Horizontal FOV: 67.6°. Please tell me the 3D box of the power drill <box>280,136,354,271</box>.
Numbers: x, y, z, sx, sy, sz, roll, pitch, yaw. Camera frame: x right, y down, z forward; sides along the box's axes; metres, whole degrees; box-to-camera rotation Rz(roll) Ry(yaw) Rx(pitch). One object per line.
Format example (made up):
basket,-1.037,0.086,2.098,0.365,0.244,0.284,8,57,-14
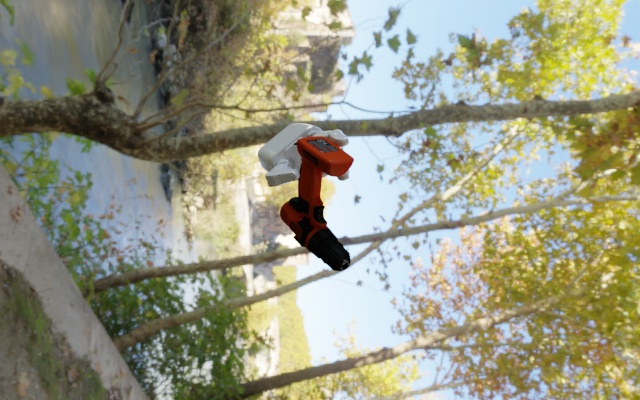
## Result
power drill,0.000,0.002,0.790,0.057,0.188,0.184,-11,37,-36
